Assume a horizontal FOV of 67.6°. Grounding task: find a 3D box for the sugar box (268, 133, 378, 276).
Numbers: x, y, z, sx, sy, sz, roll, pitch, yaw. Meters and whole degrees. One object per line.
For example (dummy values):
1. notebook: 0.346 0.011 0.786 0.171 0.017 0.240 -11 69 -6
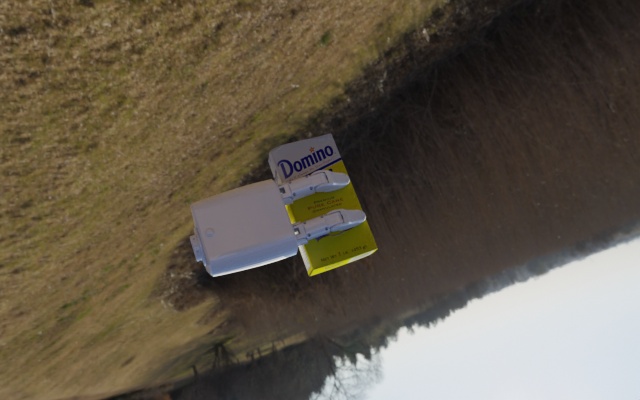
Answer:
1. sugar box: 0.000 0.002 0.641 0.093 0.176 0.048 -17 -15 -15
